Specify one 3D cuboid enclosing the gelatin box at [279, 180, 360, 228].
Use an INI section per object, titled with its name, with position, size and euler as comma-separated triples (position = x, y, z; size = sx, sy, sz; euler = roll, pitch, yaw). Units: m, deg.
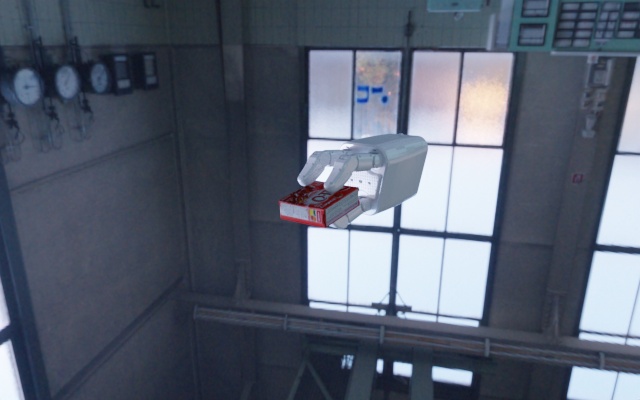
[gelatin box]
position = 0.000, 0.003, 0.641
size = 0.073, 0.030, 0.089
euler = 11, 27, 33
